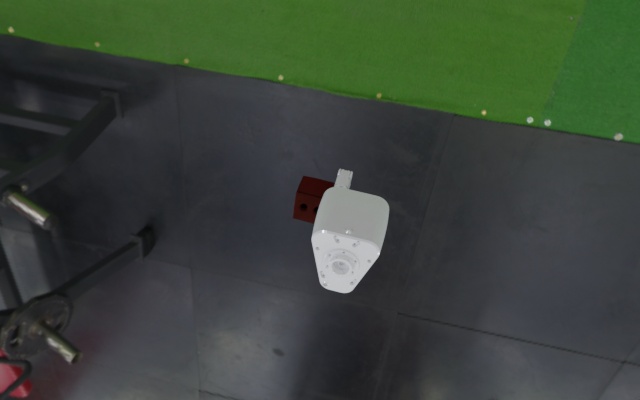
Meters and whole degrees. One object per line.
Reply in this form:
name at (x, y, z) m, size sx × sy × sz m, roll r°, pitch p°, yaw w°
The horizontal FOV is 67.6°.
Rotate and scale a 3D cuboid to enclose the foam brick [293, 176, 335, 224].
foam brick at (0.000, 0.002, 0.753) m, size 0.078 × 0.053 × 0.051 m, roll 13°, pitch 36°, yaw 5°
